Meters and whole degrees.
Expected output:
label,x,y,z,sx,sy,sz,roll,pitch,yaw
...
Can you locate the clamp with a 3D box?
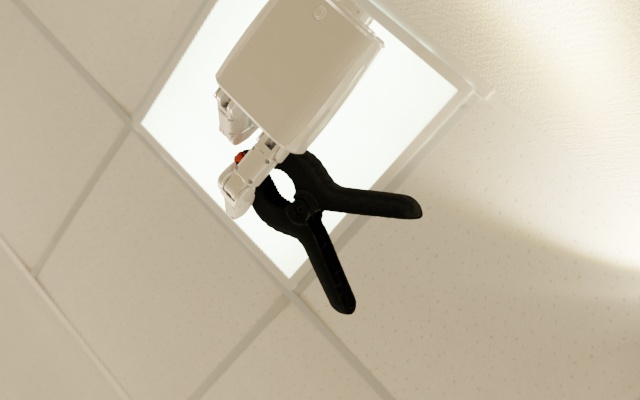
label,x,y,z,sx,sy,sz,roll,pitch,yaw
clamp,0.000,0.001,0.408,0.171,0.120,0.039,46,21,11
